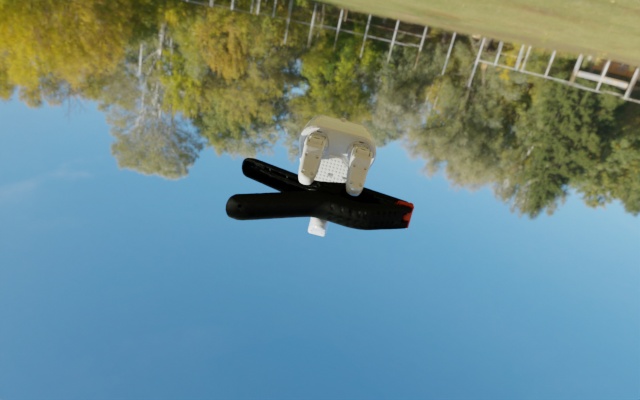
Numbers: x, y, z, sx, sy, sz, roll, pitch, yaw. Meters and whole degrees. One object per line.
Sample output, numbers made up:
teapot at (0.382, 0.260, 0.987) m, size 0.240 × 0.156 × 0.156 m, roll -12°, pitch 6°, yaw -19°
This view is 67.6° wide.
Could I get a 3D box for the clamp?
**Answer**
clamp at (0.000, 0.003, 0.524) m, size 0.210 × 0.036 × 0.164 m, roll 13°, pitch 19°, yaw 0°
